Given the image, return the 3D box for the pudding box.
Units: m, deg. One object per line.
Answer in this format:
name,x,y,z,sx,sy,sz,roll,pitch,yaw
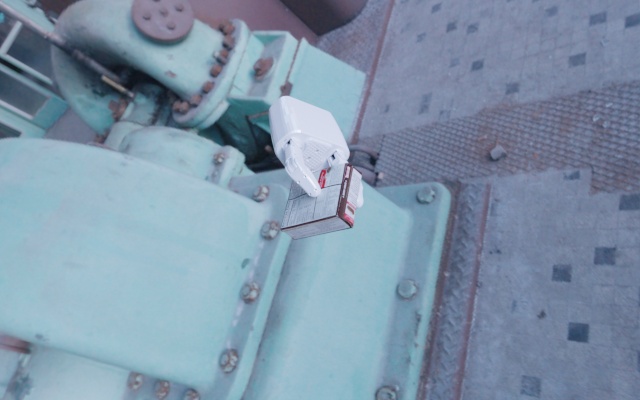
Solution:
pudding box,0.000,0.002,0.680,0.113,0.090,0.039,-16,-38,41
